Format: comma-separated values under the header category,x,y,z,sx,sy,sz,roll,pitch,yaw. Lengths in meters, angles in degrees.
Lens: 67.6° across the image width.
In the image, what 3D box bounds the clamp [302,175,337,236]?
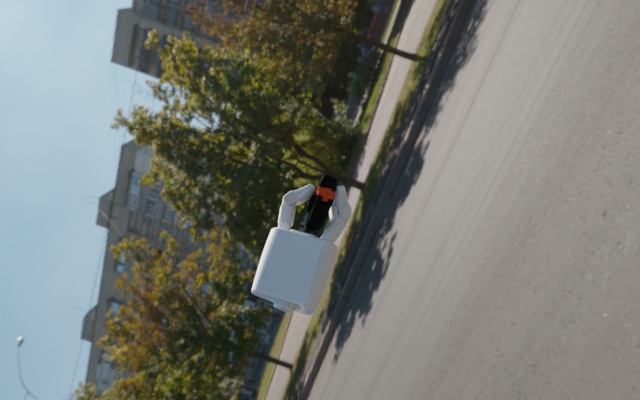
category,x,y,z,sx,sy,sz,roll,pitch,yaw
clamp,-0.001,0.002,0.802,0.036,0.164,0.210,19,-20,-2
